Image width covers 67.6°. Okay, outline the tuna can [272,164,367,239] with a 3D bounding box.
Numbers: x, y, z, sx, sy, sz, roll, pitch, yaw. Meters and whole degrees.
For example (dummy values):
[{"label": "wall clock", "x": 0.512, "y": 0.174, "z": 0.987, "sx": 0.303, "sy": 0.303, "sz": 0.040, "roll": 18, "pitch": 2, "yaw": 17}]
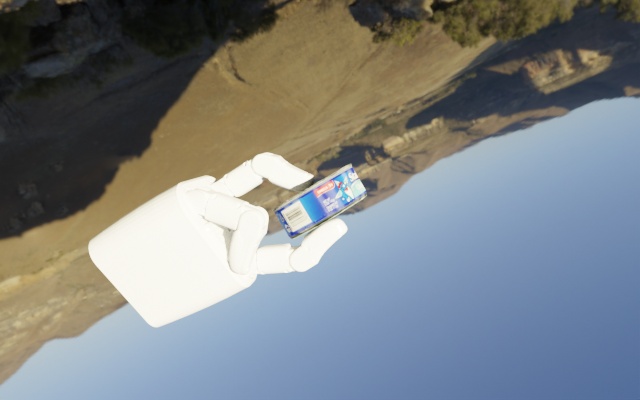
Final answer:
[{"label": "tuna can", "x": 0.000, "y": 0.002, "z": 0.449, "sx": 0.086, "sy": 0.034, "sz": 0.086, "roll": -31, "pitch": 0, "yaw": 0}]
